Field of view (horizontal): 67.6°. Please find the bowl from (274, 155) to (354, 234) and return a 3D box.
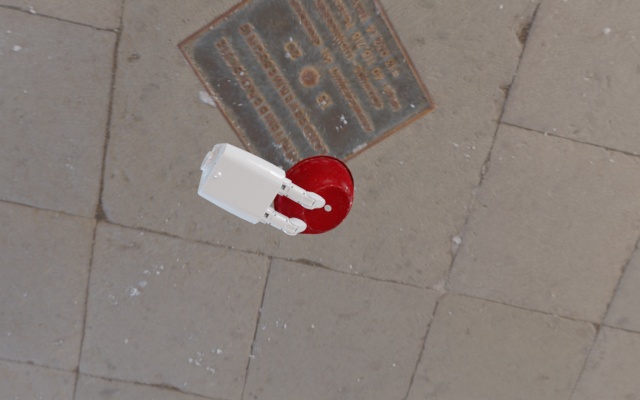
[{"bbox_3d":[0.001,0.003,0.860,0.162,0.162,0.055,0,27,-28],"label":"bowl"}]
